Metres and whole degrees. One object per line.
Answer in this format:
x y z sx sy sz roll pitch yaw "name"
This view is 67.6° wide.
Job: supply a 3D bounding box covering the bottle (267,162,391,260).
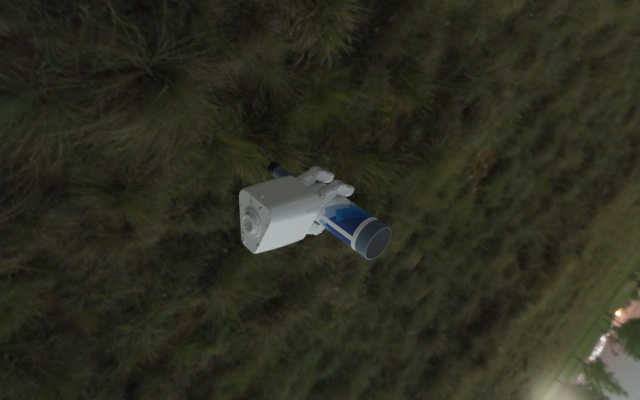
0.000 0.003 0.896 0.295 0.069 0.069 36 22 34 "bottle"
